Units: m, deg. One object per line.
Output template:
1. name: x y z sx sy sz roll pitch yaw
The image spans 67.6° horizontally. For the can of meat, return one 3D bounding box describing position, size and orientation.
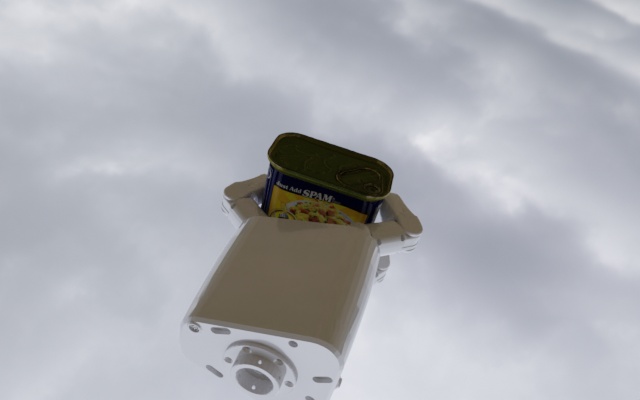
1. can of meat: 0.000 0.002 0.407 0.102 0.084 0.057 18 37 2
